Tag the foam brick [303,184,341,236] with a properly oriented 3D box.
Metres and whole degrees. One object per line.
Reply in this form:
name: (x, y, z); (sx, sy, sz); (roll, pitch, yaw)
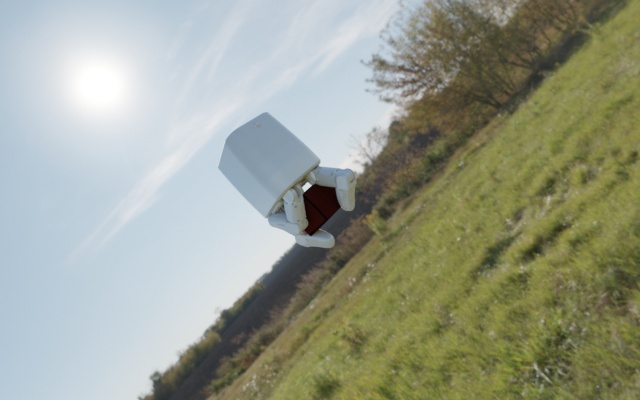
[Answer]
foam brick: (0.000, 0.002, 0.683); (0.078, 0.051, 0.053); (-43, -2, -45)
